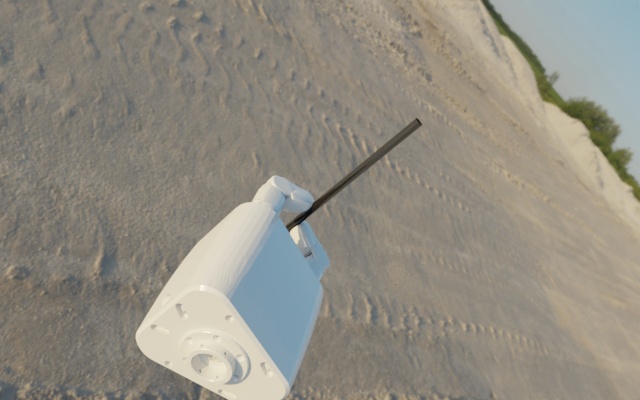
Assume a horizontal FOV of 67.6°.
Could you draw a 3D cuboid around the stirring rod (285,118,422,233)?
[{"bbox_3d":[0.000,0.002,0.455,0.239,0.011,0.011,-39,-21,28],"label":"stirring rod"}]
